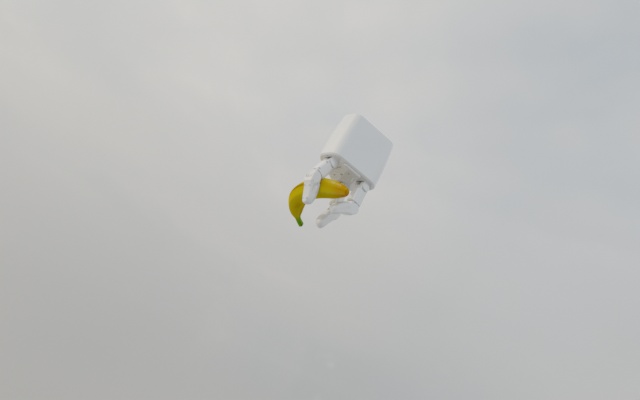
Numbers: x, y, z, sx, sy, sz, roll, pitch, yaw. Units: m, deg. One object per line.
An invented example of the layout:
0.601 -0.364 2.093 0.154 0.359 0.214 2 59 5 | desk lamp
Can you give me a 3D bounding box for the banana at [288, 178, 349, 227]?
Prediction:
-0.016 -0.008 0.891 0.069 0.037 0.198 40 -31 -9 | banana
